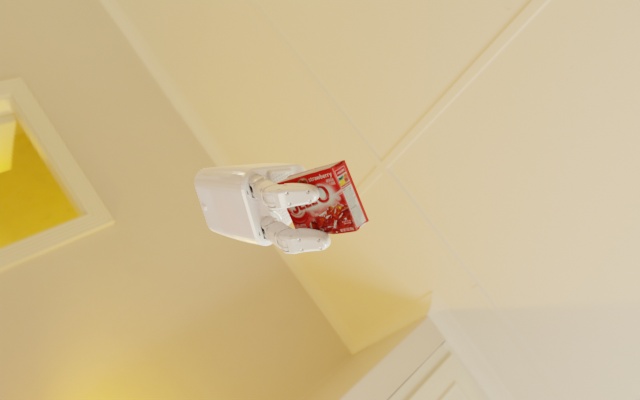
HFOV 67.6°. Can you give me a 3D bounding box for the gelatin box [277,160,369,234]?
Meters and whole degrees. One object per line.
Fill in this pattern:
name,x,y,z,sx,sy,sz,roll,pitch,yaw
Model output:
gelatin box,0.001,0.001,0.527,0.089,0.073,0.030,-12,15,42
